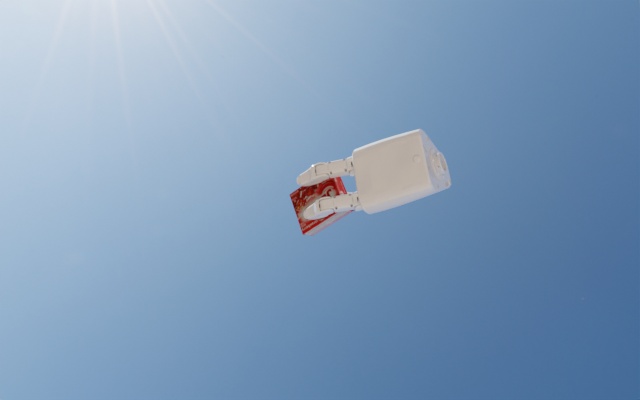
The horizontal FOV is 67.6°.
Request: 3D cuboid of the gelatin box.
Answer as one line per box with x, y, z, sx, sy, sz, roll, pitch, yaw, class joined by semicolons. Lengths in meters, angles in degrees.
0.000;0.003;0.741;0.089;0.073;0.030;-33;-26;29;gelatin box
